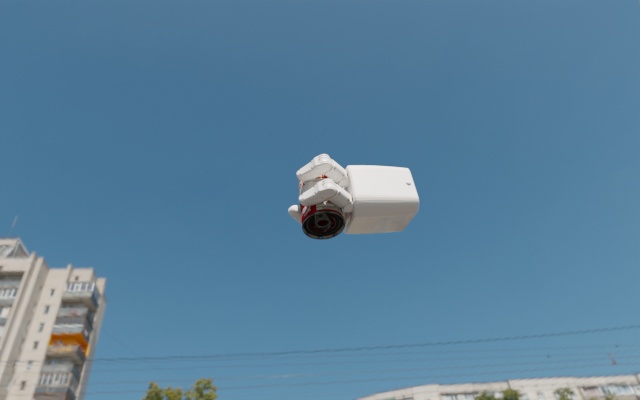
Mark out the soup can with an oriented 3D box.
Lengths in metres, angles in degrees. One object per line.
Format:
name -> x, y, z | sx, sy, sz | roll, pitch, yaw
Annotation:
soup can -> 0.000, 0.002, 0.773 | 0.068, 0.102, 0.069 | -4, -41, -4
